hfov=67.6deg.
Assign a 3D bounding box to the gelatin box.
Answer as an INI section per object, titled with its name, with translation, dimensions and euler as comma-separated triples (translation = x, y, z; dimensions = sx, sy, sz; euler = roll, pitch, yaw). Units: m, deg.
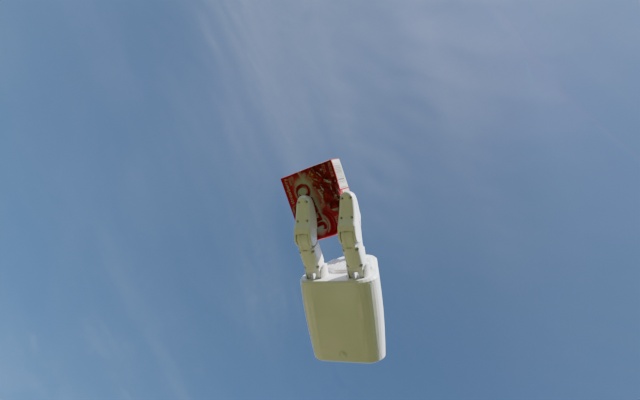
[gelatin box]
translation = 0.000, 0.002, 0.587
dimensions = 0.073, 0.089, 0.030
euler = -19, -1, 25
